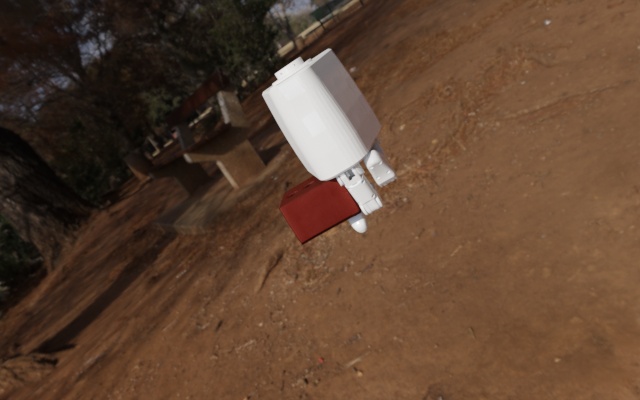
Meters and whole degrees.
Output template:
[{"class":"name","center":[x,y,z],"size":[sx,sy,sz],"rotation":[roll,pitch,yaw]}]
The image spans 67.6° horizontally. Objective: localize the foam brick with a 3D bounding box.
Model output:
[{"class":"foam brick","center":[0.000,0.002,0.537],"size":[0.078,0.051,0.053],"rotation":[-30,17,13]}]
